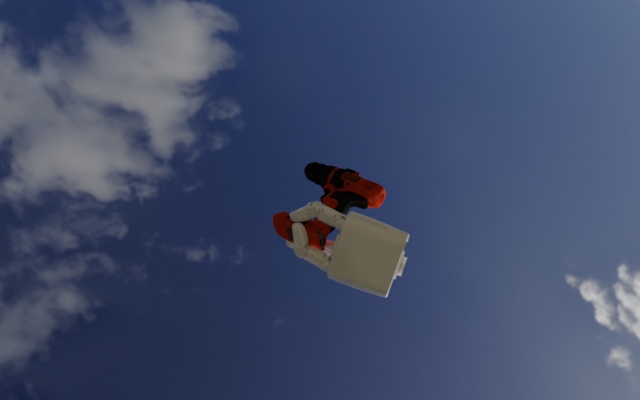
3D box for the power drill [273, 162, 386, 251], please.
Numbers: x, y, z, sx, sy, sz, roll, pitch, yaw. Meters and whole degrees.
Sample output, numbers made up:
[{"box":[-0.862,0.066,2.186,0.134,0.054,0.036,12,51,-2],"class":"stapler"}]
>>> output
[{"box":[0.000,0.003,0.889,0.184,0.057,0.187,22,51,34],"class":"power drill"}]
